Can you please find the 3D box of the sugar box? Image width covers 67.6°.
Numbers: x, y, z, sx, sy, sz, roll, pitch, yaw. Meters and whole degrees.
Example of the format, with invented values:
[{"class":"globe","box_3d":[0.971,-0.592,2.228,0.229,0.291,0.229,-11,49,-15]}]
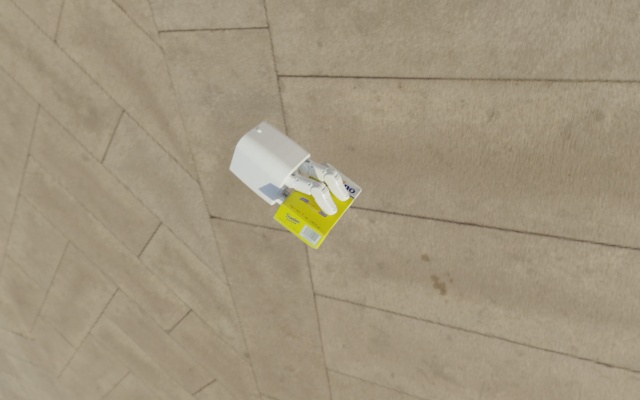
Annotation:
[{"class":"sugar box","box_3d":[0.000,0.002,0.857,0.093,0.048,0.176,37,41,3]}]
